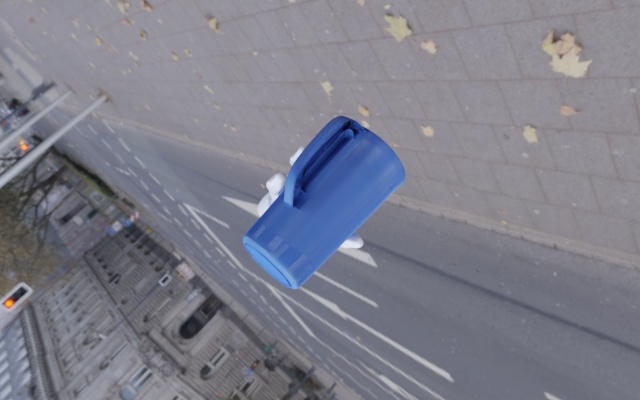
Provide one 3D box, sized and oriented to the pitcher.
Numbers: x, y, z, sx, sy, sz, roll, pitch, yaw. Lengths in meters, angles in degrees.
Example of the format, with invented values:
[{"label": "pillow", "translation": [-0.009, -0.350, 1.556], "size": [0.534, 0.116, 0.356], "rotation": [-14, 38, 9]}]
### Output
[{"label": "pitcher", "translation": [0.000, 0.002, 0.702], "size": [0.242, 0.149, 0.145], "rotation": [-47, 7, -18]}]
